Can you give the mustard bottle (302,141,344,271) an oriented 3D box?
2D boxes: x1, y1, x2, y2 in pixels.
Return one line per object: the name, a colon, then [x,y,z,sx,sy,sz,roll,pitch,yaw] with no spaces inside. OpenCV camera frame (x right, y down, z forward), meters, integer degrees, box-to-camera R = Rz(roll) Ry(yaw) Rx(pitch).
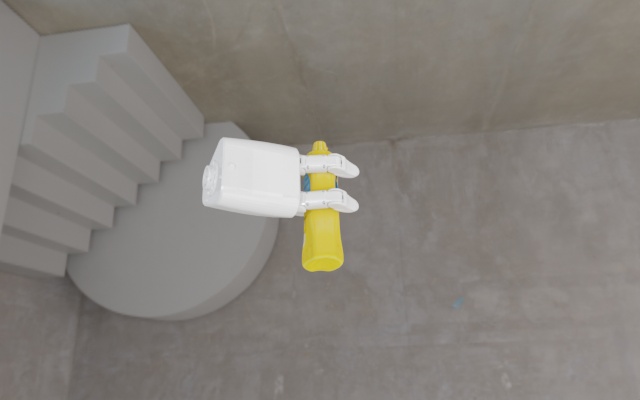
mustard bottle: [0.000,0.003,0.700,0.058,0.191,0.096,-1,-19,-3]
